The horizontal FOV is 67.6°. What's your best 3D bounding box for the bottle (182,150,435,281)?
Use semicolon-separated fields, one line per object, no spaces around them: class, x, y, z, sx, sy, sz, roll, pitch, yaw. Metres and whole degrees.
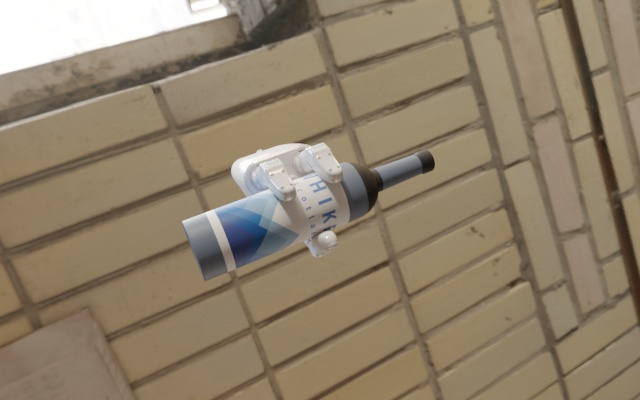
bottle;0.000;0.002;0.535;0.295;0.069;0.069;-21;7;-17
